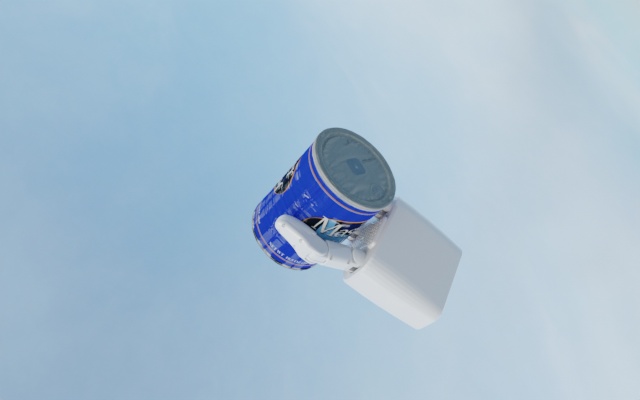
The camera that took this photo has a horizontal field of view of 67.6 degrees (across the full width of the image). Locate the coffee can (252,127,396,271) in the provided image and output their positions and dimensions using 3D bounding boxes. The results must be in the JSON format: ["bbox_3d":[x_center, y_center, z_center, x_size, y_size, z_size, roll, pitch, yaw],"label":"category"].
[{"bbox_3d":[0.000,0.002,0.535,0.103,0.102,0.140,0,-32,-40],"label":"coffee can"}]
